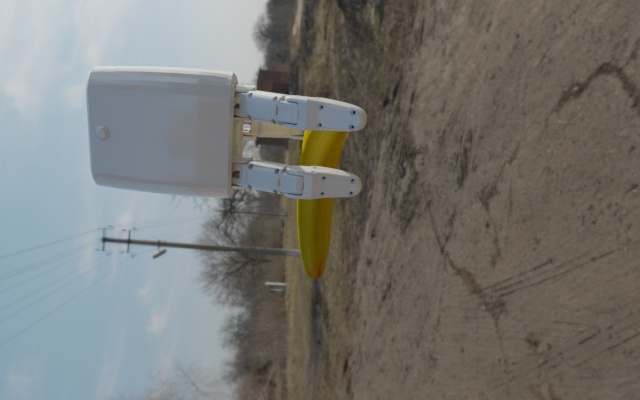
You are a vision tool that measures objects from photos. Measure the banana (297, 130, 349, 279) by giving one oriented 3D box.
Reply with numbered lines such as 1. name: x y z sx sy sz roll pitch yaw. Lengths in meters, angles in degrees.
1. banana: -0.001 -0.014 0.435 0.037 0.198 0.069 2 42 -8
